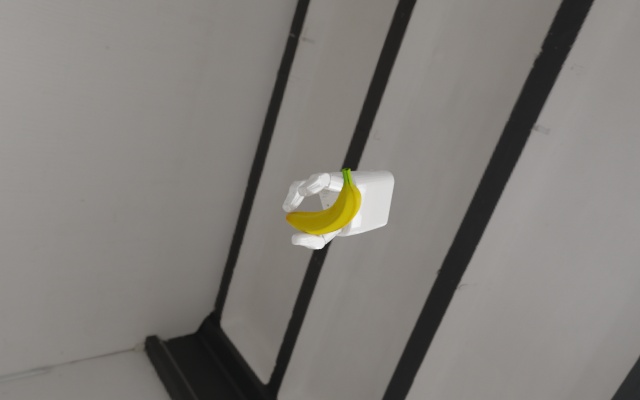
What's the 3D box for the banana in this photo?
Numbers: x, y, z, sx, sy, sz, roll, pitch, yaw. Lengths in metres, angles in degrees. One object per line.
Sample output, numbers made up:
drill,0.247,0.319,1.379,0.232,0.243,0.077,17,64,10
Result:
banana,0.009,0.018,0.747,0.037,0.069,0.198,-16,-13,-38
